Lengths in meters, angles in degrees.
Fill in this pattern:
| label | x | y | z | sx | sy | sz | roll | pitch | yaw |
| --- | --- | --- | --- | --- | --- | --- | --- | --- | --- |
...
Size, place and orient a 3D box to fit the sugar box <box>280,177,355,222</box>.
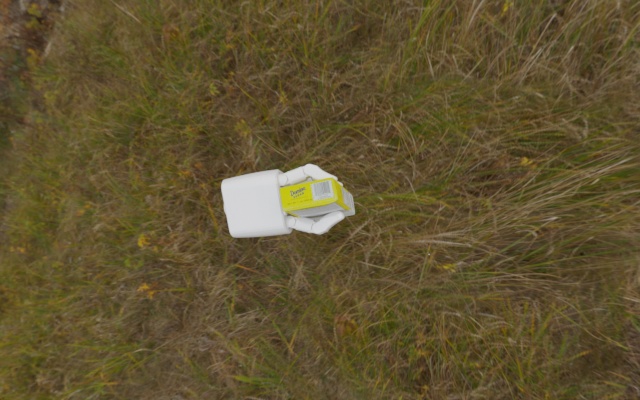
| label | x | y | z | sx | sy | sz | roll | pitch | yaw |
| --- | --- | --- | --- | --- | --- | --- | --- | --- | --- |
| sugar box | 0.000 | 0.002 | 0.837 | 0.093 | 0.048 | 0.176 | -11 | -8 | 11 |
